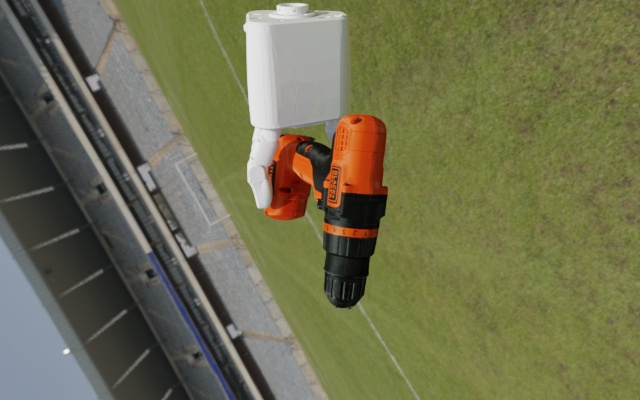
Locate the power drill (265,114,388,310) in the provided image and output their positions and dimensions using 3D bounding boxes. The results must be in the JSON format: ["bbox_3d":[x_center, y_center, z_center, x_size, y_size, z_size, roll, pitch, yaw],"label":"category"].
[{"bbox_3d":[0.000,0.001,0.509,0.057,0.184,0.187,4,7,-30],"label":"power drill"}]
